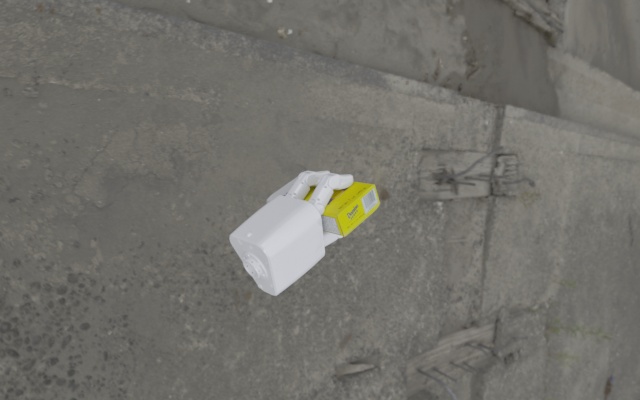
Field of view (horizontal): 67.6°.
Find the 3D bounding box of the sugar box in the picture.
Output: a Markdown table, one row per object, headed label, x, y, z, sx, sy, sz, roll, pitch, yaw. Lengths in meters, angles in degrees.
| label | x | y | z | sx | sy | sz | roll | pitch | yaw |
| --- | --- | --- | --- | --- | --- | --- | --- | --- | --- |
| sugar box | 0.000 | 0.002 | 0.777 | 0.176 | 0.048 | 0.093 | 13 | 40 | 44 |
